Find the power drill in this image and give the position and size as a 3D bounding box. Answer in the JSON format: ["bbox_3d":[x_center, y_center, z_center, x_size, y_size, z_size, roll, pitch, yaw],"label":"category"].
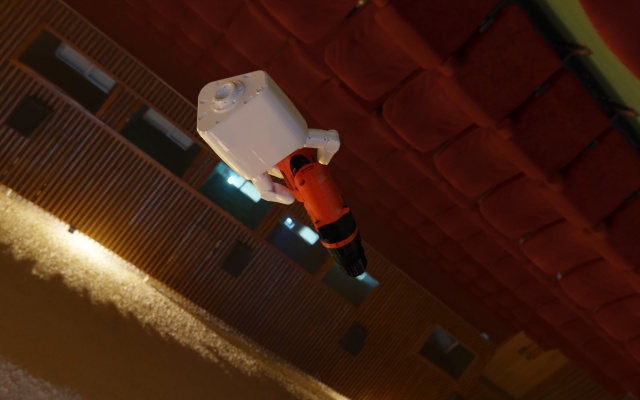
[{"bbox_3d":[0.000,0.002,0.687,0.057,0.184,0.187,-27,32,-6],"label":"power drill"}]
